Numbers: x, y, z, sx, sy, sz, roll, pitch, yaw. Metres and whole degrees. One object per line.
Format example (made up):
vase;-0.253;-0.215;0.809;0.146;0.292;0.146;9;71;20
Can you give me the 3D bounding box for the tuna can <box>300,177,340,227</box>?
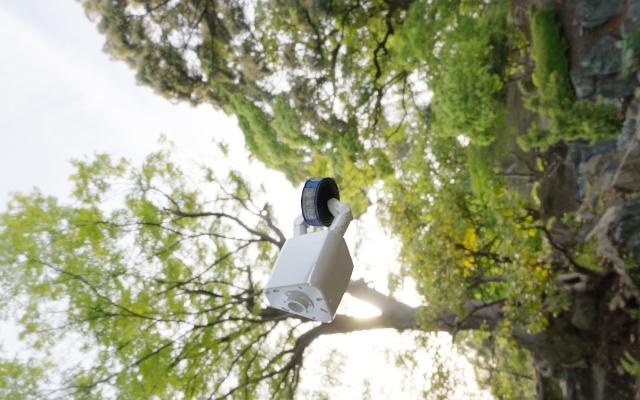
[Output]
tuna can;0.000;0.003;0.816;0.034;0.086;0.086;1;0;29
